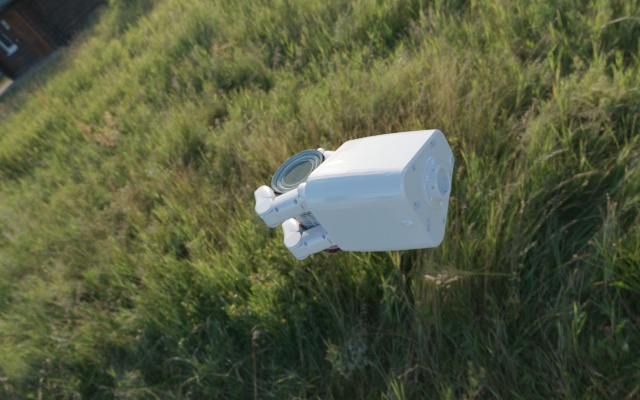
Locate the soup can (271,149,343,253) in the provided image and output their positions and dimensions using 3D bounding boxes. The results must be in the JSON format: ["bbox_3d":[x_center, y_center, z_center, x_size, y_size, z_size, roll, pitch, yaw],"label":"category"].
[{"bbox_3d":[0.000,0.001,0.534,0.068,0.068,0.102,0,-41,42],"label":"soup can"}]
